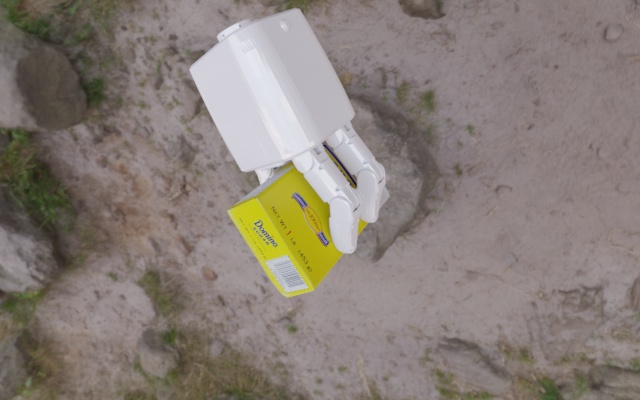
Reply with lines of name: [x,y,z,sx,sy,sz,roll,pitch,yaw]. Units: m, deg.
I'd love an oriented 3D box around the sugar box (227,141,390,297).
sugar box: [0.000,0.001,0.454,0.048,0.093,0.176,-20,16,40]
